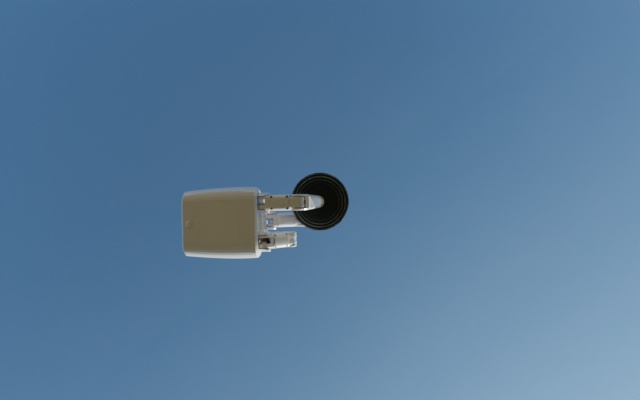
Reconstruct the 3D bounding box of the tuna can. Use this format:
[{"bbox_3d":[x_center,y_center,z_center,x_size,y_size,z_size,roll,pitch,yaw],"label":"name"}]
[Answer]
[{"bbox_3d":[0.000,0.002,0.721,0.086,0.086,0.034,0,-3,4],"label":"tuna can"}]
